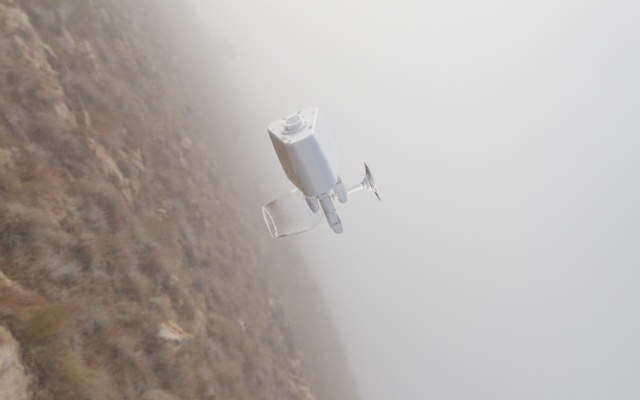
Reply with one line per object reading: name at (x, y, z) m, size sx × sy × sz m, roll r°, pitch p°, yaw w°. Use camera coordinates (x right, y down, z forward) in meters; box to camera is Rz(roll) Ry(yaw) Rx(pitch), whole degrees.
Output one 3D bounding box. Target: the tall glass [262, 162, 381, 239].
tall glass at (0.001, 0.003, 0.847) m, size 0.201 × 0.079 × 0.079 m, roll -22°, pitch -1°, yaw 3°
